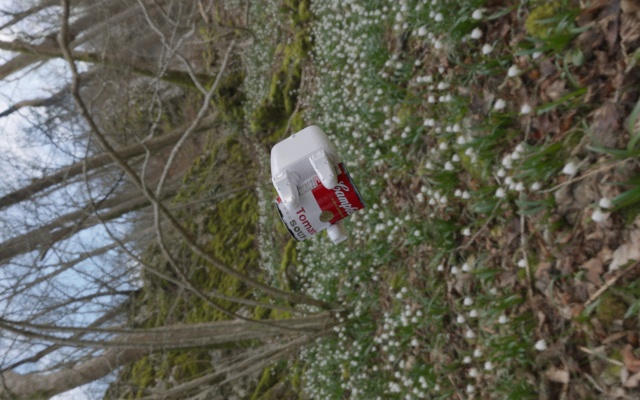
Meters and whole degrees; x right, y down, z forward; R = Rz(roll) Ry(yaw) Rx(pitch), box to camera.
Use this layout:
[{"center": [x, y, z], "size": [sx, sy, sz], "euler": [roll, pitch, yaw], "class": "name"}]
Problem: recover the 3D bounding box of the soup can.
[{"center": [0.000, 0.003, 0.627], "size": [0.102, 0.068, 0.068], "euler": [-28, -3, 5], "class": "soup can"}]
